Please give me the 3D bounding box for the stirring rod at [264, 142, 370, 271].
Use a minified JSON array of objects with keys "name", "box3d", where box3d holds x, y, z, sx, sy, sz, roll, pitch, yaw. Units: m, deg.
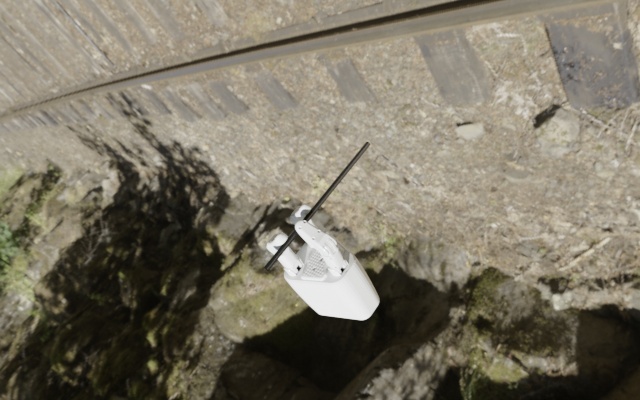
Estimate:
[{"name":"stirring rod","box3d":[0.000,0.002,0.663,0.011,0.239,0.011,33,-22,16]}]
